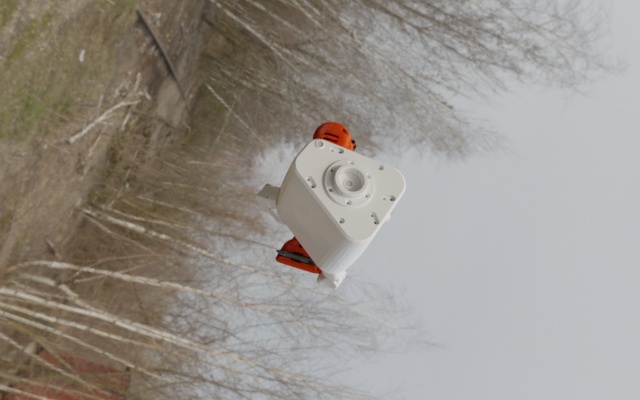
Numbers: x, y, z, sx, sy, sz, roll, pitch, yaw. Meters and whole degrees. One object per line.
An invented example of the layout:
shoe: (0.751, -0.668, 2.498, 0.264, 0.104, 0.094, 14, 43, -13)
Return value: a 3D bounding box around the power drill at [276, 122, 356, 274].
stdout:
power drill: (0.000, 0.003, 0.641, 0.057, 0.187, 0.184, 14, -7, 9)
